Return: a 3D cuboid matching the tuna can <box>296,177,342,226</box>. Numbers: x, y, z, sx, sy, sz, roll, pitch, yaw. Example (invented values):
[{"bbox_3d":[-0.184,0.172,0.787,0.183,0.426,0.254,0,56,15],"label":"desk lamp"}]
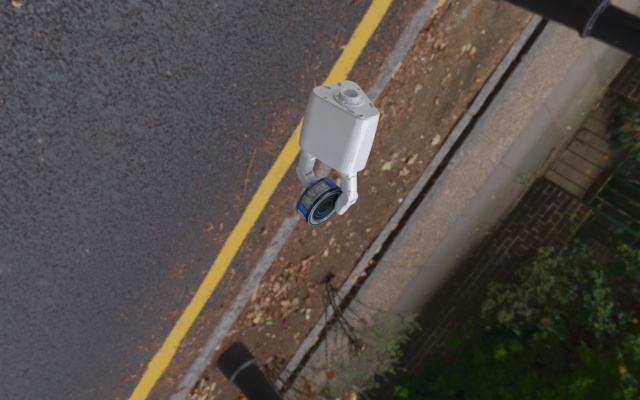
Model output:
[{"bbox_3d":[0.000,0.003,0.831,0.033,0.086,0.086,45,23,25],"label":"tuna can"}]
